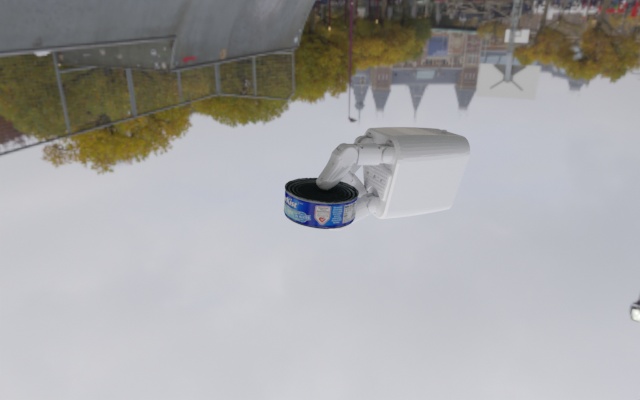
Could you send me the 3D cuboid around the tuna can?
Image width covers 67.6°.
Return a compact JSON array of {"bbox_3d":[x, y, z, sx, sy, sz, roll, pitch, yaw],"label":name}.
[{"bbox_3d":[0.000,0.002,0.554,0.086,0.034,0.086,5,20,-2],"label":"tuna can"}]
